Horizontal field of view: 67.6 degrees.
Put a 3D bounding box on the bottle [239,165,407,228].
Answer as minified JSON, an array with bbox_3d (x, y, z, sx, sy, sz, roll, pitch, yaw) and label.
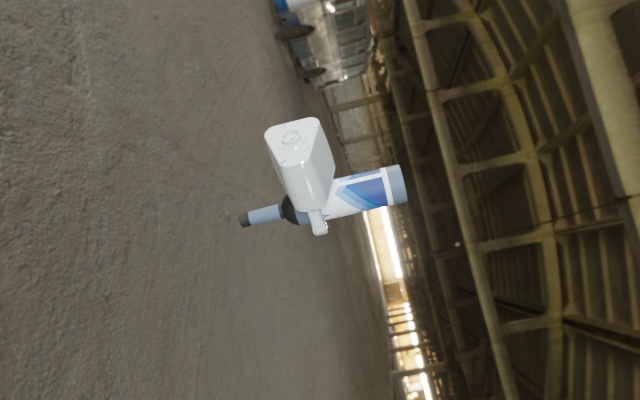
[{"bbox_3d":[0.000,0.003,0.842,0.296,0.069,0.069,-13,-1,6],"label":"bottle"}]
